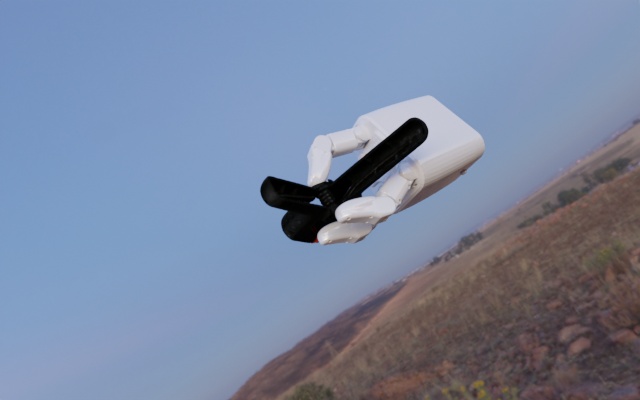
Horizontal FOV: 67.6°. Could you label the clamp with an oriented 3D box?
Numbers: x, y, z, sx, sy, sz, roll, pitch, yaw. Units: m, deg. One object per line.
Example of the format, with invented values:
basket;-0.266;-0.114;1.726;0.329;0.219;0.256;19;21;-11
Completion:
clamp;0.000;0.001;0.480;0.164;0.036;0.210;-21;-18;-27
